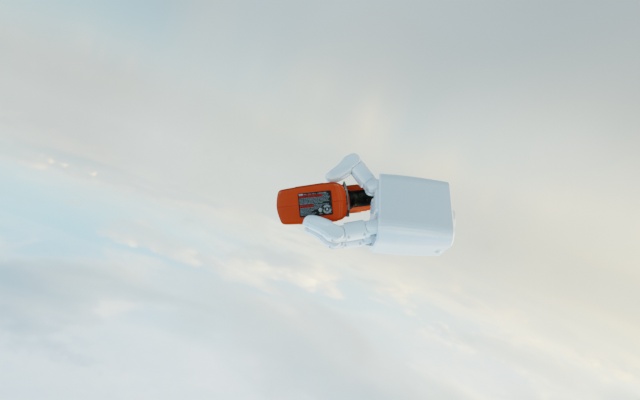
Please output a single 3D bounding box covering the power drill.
[{"bbox_3d":[0.000,0.003,0.767,0.184,0.057,0.187,-8,1,19],"label":"power drill"}]
